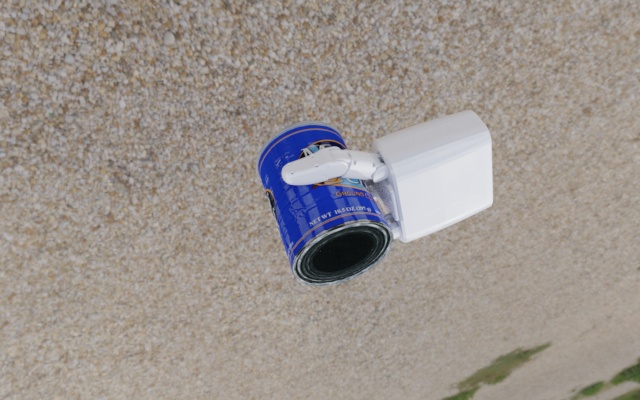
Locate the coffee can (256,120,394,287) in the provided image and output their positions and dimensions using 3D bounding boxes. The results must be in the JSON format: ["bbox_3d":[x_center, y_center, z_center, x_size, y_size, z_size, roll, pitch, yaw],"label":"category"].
[{"bbox_3d":[0.000,0.002,0.493,0.103,0.140,0.103,-15,-37,-12],"label":"coffee can"}]
